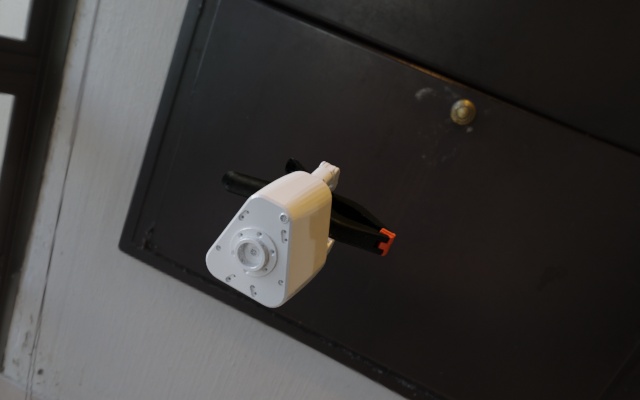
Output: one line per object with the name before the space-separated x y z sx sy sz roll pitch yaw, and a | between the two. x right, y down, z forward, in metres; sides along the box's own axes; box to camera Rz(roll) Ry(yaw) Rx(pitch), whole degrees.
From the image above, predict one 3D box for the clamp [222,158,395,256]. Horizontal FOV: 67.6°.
clamp | 0.001 0.002 0.613 0.210 0.036 0.164 27 23 12
